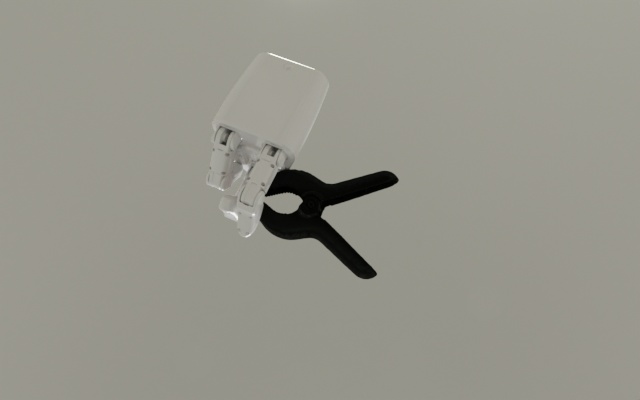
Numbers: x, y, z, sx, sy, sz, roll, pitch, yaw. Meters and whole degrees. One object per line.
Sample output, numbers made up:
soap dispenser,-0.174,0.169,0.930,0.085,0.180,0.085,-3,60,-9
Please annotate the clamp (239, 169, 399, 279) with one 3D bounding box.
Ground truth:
clamp,0.000,0.002,0.522,0.171,0.120,0.039,22,-22,9
